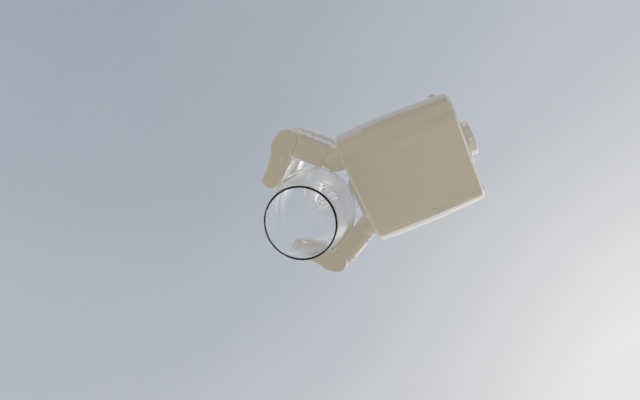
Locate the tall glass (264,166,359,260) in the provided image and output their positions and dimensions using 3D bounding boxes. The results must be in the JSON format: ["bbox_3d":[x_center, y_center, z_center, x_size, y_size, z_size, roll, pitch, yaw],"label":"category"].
[{"bbox_3d":[0.000,0.002,0.480,0.079,0.079,0.201,0,10,10],"label":"tall glass"}]
